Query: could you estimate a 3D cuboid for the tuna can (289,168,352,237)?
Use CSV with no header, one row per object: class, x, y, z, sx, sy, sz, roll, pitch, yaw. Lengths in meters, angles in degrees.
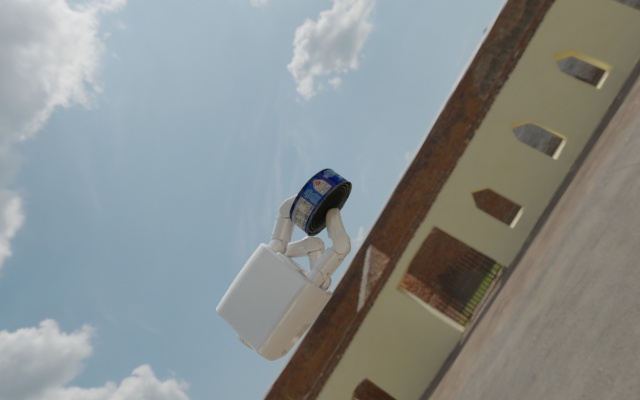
tuna can,0.000,0.002,0.605,0.033,0.086,0.086,38,13,18
